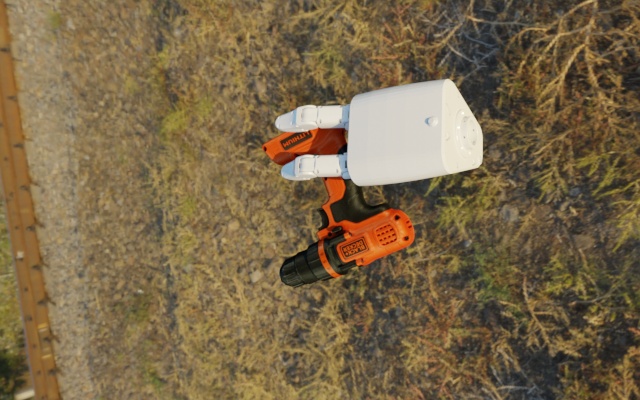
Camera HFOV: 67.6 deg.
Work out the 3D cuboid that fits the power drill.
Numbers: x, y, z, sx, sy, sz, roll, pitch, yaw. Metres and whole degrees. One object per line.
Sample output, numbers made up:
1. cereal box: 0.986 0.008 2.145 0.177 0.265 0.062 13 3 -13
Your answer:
1. power drill: 0.000 0.001 0.588 0.184 0.187 0.057 -25 -3 22
